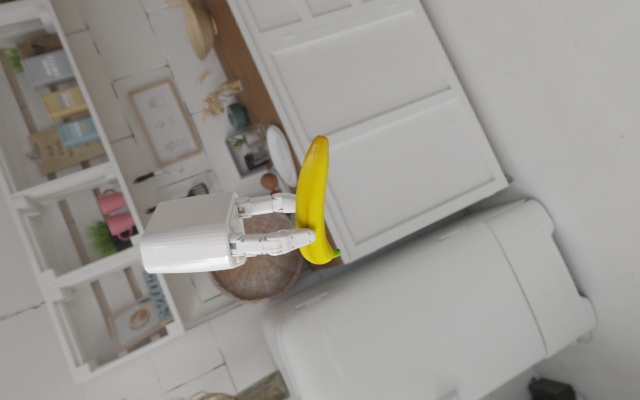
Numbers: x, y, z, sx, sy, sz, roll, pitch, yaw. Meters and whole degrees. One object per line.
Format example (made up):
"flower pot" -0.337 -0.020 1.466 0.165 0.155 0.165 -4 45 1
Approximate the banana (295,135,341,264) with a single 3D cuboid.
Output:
"banana" -0.007 0.016 0.602 0.037 0.198 0.069 11 41 20
